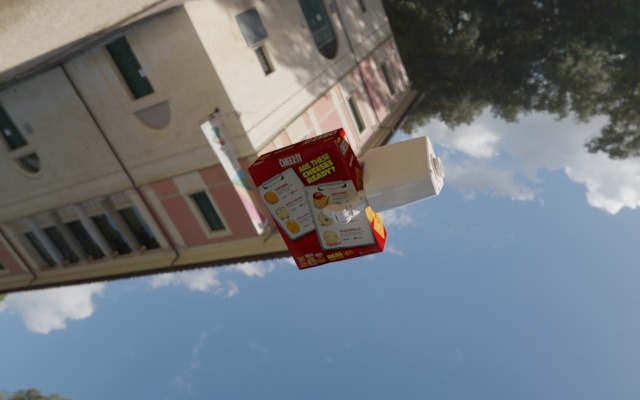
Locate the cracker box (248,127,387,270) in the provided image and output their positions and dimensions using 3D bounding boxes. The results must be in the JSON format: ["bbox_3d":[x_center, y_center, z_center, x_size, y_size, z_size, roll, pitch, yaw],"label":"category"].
[{"bbox_3d":[0.000,0.003,0.816,0.164,0.214,0.072,-16,23,22],"label":"cracker box"}]
